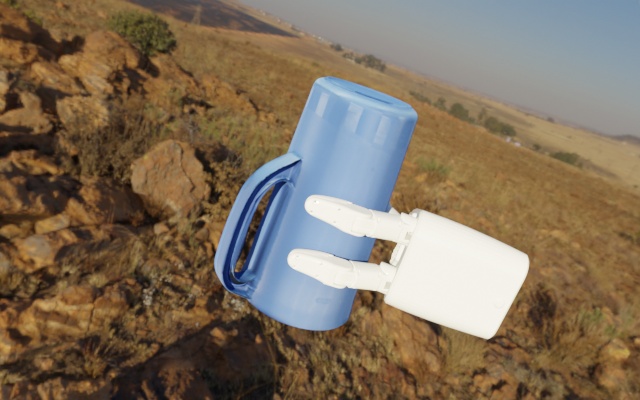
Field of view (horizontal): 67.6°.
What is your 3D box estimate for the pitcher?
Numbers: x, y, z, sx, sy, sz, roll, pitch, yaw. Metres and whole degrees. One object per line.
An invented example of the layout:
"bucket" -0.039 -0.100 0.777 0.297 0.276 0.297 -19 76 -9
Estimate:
"pitcher" 0.000 0.002 0.496 0.145 0.243 0.149 22 18 7
